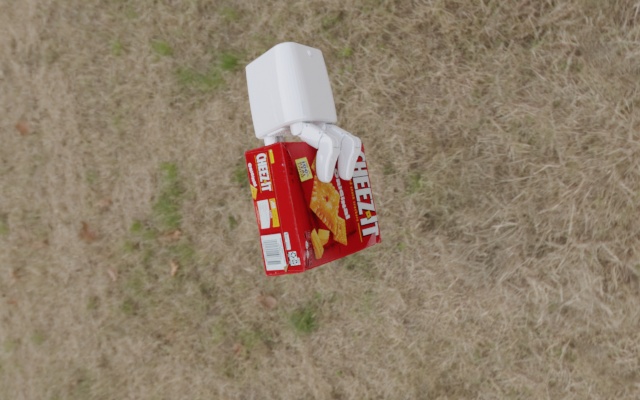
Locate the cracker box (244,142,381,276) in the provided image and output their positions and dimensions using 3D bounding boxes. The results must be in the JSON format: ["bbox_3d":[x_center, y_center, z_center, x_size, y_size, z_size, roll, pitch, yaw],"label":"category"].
[{"bbox_3d":[0.000,0.002,0.674,0.072,0.164,0.213,-10,0,34],"label":"cracker box"}]
